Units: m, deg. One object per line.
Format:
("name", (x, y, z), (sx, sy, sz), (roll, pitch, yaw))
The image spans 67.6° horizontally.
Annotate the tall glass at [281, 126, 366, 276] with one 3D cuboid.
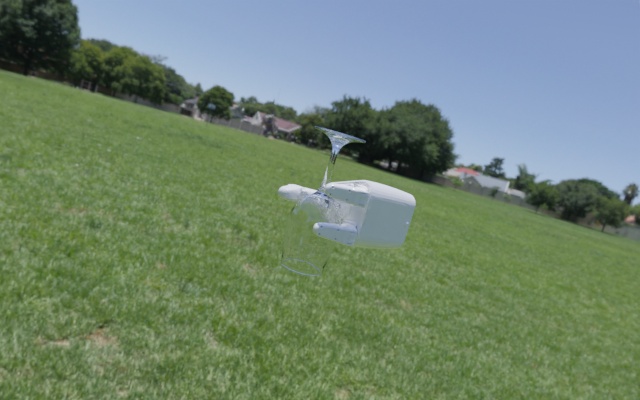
("tall glass", (0.000, 0.002, 0.677), (0.079, 0.201, 0.079), (16, 7, -2))
